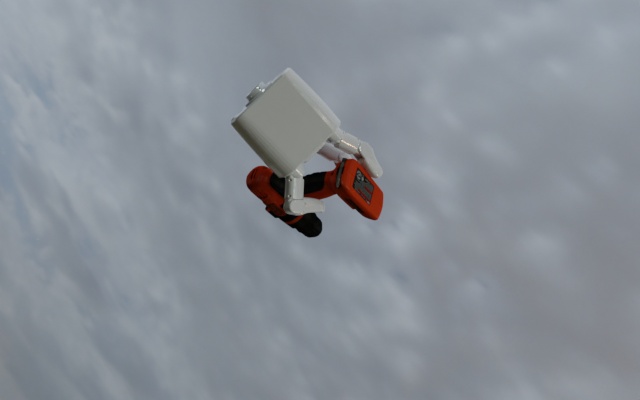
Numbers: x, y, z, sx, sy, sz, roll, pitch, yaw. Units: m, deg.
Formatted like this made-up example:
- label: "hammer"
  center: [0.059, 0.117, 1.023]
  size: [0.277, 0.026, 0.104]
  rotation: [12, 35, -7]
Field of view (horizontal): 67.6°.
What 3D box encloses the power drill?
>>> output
- label: "power drill"
  center: [0.000, 0.002, 0.754]
  size: [0.187, 0.057, 0.184]
  rotation: [-8, -35, 35]
